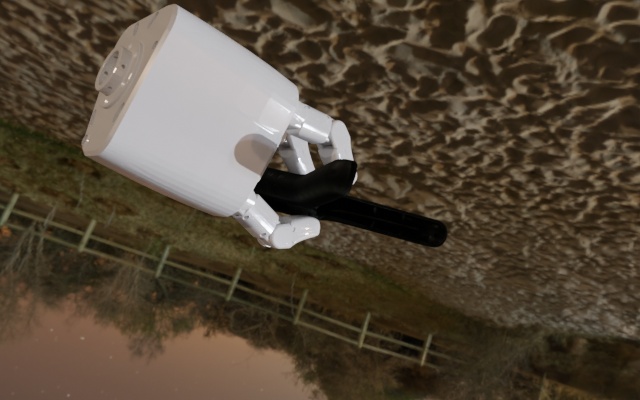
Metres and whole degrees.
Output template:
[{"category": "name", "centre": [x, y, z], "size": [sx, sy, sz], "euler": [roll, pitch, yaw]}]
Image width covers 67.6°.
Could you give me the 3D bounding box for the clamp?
[{"category": "clamp", "centre": [-0.001, 0.002, 0.433], "size": [0.210, 0.036, 0.164], "euler": [6, -16, 47]}]
